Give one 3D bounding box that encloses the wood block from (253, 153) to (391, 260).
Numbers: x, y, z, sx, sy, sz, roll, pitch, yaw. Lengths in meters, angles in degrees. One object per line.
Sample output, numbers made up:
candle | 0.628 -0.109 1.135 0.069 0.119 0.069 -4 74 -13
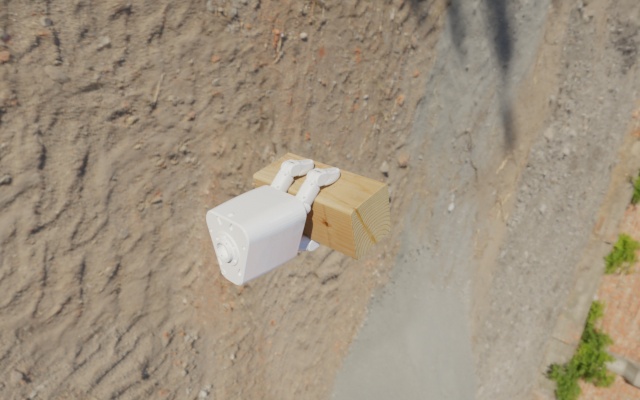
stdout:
wood block | 0.000 0.003 0.761 0.206 0.091 0.090 21 44 37
